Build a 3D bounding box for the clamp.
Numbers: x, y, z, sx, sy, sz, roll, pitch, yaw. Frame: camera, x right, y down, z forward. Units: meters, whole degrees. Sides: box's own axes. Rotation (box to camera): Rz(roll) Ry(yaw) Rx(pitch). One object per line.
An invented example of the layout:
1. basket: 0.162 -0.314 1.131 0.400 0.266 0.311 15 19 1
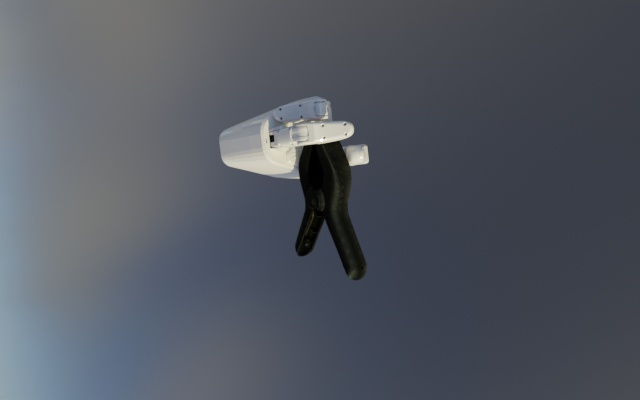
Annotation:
1. clamp: 0.000 0.002 0.550 0.039 0.171 0.120 -10 6 -40
